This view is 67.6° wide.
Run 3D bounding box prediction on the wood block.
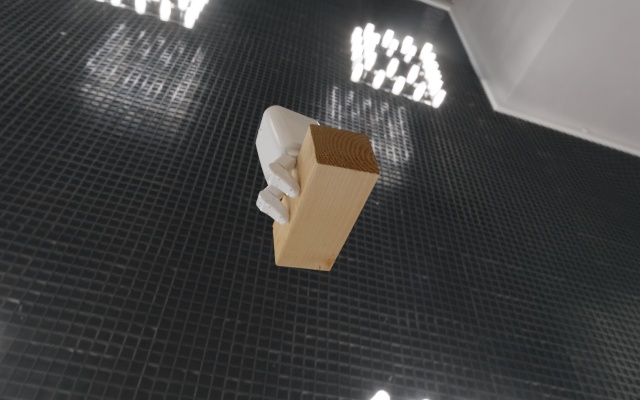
[{"bbox_3d":[0.000,0.002,0.704,0.091,0.206,0.090,8,42,-18],"label":"wood block"}]
